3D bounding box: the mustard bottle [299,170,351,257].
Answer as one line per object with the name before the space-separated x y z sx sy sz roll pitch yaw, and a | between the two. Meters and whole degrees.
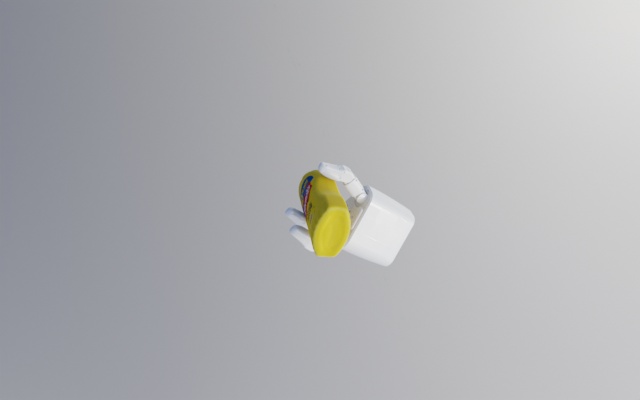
mustard bottle | 0.000 0.003 0.803 0.058 0.096 0.191 3 30 -14
